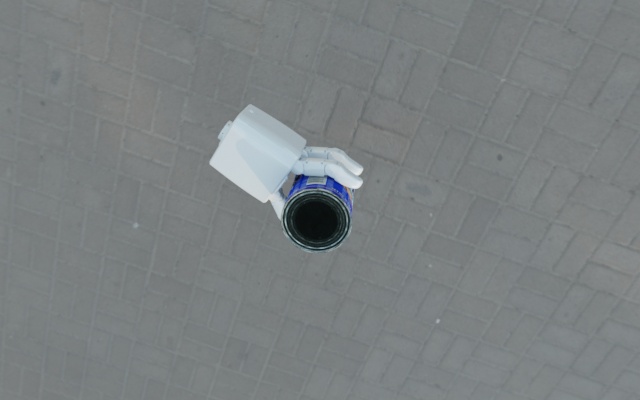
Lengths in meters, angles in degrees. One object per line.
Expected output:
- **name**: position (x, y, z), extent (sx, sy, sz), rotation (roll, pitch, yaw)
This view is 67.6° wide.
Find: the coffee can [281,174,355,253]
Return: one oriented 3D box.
- **coffee can**: position (0.000, 0.003, 0.739), extent (0.103, 0.103, 0.140), rotation (0, 24, 6)
